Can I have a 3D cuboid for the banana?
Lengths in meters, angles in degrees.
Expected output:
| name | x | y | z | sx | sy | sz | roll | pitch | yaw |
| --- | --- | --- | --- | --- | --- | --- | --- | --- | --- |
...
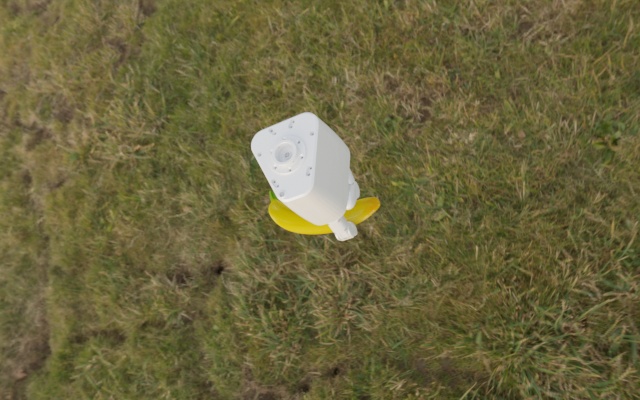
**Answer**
| name | x | y | z | sx | sy | sz | roll | pitch | yaw |
| --- | --- | --- | --- | --- | --- | --- | --- | --- | --- |
| banana | -0.007 | 0.020 | 0.744 | 0.198 | 0.069 | 0.037 | 5 | -14 | 25 |
